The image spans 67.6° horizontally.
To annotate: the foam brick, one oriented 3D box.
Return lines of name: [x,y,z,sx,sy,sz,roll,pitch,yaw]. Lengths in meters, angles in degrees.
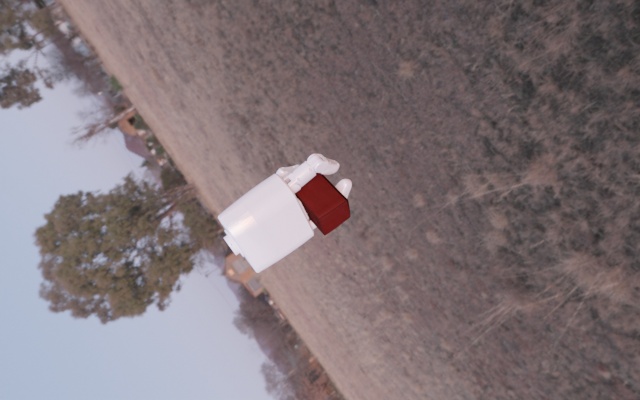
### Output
foam brick: [0.000,0.002,0.706,0.051,0.078,0.053,-36,-31,-13]
